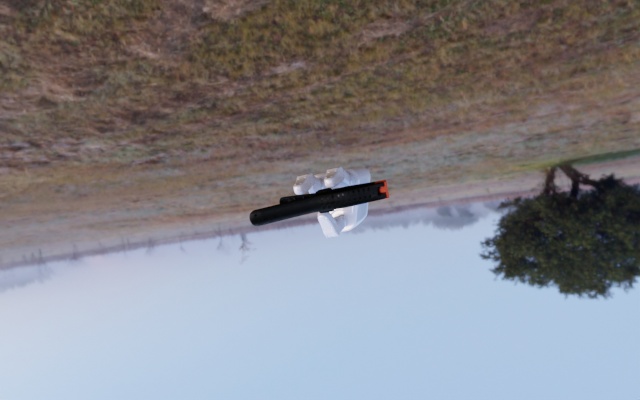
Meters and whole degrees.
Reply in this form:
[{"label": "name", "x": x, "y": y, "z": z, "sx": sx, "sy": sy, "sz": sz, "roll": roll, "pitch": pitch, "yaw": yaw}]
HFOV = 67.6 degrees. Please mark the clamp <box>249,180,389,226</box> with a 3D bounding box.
[{"label": "clamp", "x": 0.001, "y": 0.003, "z": 0.752, "sx": 0.210, "sy": 0.036, "sz": 0.164, "roll": -10, "pitch": 7, "yaw": 20}]
